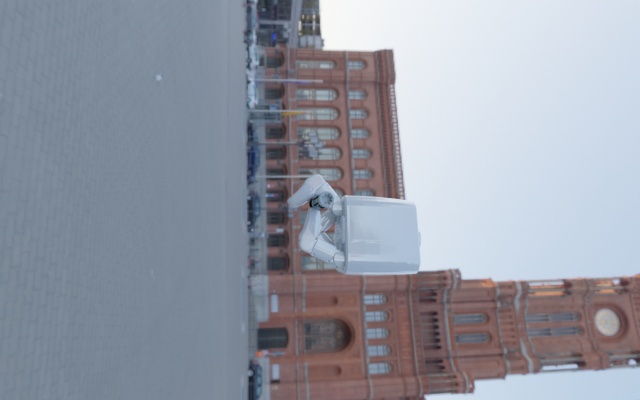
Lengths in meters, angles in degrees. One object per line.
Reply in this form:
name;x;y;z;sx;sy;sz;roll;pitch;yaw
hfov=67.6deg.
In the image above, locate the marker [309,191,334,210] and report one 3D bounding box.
marker;0.000;0.002;0.630;0.020;0.020;0.121;0;-4;-7
